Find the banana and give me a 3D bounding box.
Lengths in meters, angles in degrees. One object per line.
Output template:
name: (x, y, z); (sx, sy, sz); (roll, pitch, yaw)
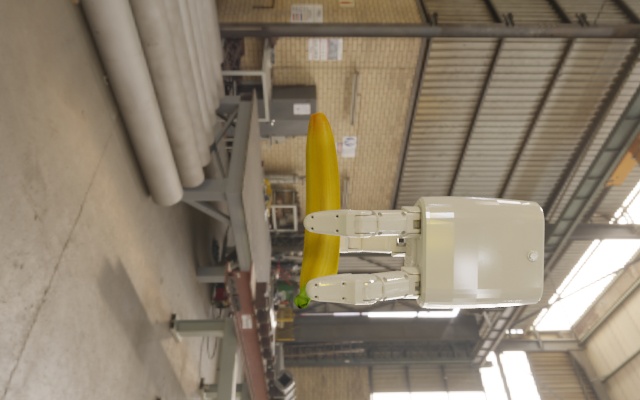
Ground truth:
banana: (0.001, 0.012, 0.470); (0.037, 0.197, 0.070); (0, -23, 4)
